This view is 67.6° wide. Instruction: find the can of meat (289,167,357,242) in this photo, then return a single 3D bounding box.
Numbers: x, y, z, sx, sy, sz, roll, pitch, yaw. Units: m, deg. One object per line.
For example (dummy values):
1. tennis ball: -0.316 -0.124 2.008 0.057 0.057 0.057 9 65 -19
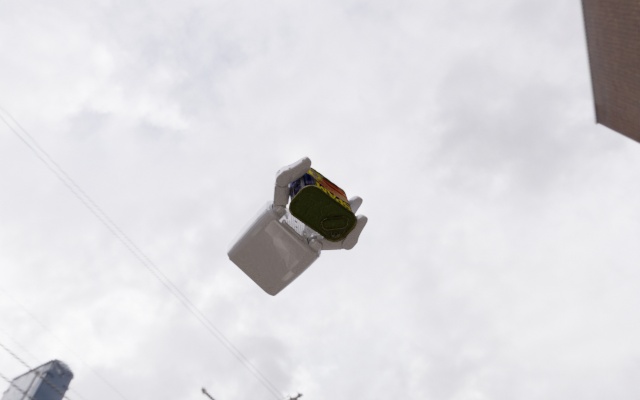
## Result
1. can of meat: 0.000 0.002 0.720 0.102 0.057 0.084 36 18 -21
